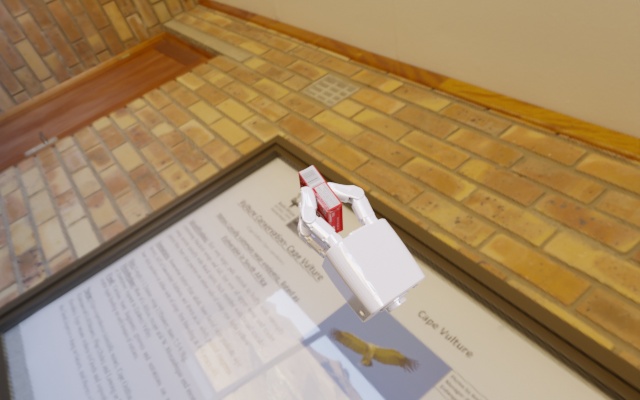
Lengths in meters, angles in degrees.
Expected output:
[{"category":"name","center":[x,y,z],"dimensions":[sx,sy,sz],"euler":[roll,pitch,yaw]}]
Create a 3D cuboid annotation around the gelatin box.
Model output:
[{"category":"gelatin box","center":[0.000,0.002,0.729],"dimensions":[0.030,0.089,0.073],"euler":[-27,-31,-15]}]
